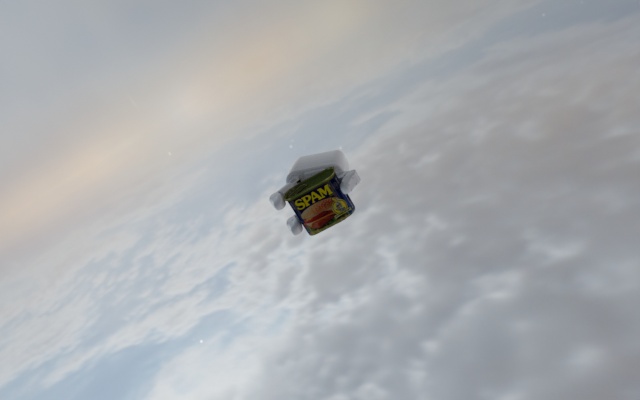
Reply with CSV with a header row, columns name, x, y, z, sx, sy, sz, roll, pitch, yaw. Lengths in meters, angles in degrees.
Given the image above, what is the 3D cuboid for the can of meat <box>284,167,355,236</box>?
name,x,y,z,sx,sy,sz,roll,pitch,yaw
can of meat,0.000,0.003,0.845,0.102,0.084,0.057,-28,18,12
